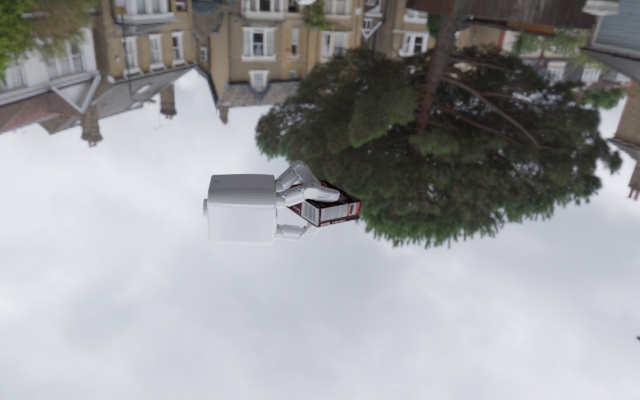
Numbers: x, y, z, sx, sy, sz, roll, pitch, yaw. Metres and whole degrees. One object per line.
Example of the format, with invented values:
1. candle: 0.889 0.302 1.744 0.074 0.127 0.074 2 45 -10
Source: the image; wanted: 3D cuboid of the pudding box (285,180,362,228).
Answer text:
1. pudding box: 0.000 0.003 0.809 0.090 0.039 0.113 -11 29 -34
